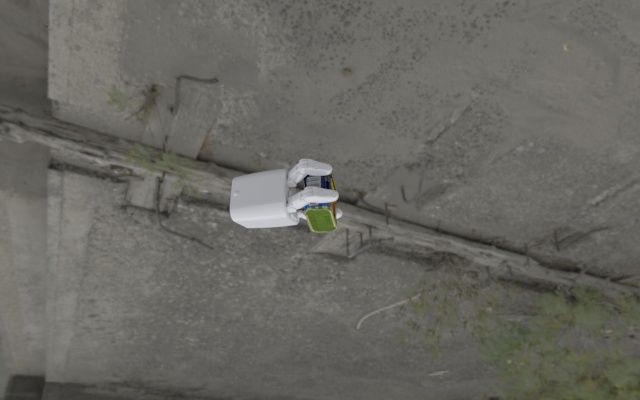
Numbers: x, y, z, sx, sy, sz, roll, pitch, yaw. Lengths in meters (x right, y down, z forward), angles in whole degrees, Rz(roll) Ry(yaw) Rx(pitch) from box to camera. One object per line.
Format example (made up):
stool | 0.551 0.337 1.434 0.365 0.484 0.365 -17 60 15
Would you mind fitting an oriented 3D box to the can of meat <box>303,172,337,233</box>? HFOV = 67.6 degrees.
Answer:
can of meat | 0.000 0.003 0.897 0.057 0.084 0.102 -5 -30 8
